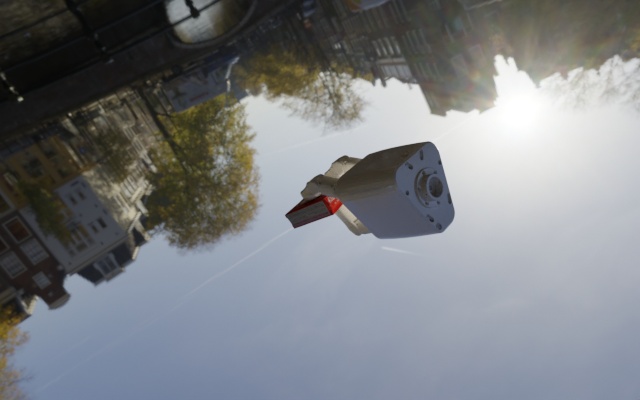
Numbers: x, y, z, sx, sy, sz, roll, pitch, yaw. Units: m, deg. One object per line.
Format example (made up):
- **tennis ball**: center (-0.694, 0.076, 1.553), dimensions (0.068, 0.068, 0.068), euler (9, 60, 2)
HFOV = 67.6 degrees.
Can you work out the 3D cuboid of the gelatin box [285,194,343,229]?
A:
- **gelatin box**: center (0.000, 0.003, 0.716), dimensions (0.089, 0.030, 0.073), euler (-23, 15, 43)
